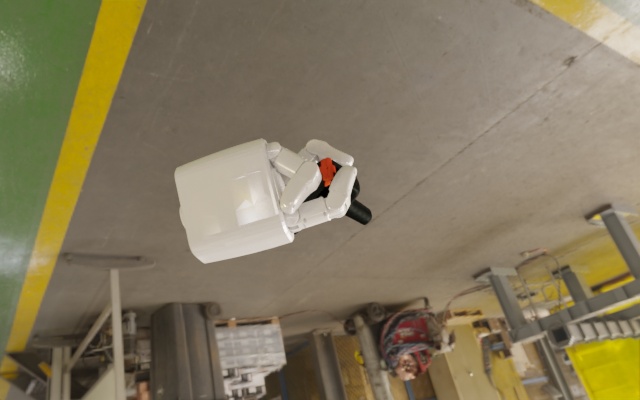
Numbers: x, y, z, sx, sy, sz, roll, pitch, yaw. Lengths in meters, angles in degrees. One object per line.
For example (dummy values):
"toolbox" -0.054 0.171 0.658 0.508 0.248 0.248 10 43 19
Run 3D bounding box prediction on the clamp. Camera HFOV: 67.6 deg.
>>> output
"clamp" 0.000 0.002 0.609 0.120 0.039 0.171 -16 -28 4
